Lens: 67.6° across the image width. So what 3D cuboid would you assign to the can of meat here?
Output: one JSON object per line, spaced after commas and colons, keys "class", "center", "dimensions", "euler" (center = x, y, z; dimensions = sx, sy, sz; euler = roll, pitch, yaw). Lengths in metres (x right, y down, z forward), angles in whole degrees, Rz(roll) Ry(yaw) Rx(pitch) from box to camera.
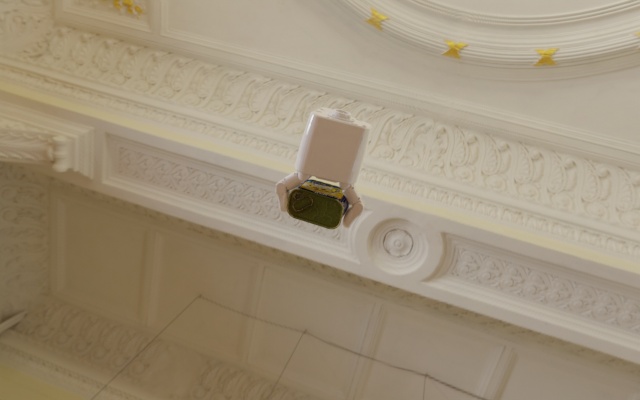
{"class": "can of meat", "center": [0.000, 0.003, 0.874], "dimensions": [0.102, 0.057, 0.084], "euler": [16, 21, 10]}
